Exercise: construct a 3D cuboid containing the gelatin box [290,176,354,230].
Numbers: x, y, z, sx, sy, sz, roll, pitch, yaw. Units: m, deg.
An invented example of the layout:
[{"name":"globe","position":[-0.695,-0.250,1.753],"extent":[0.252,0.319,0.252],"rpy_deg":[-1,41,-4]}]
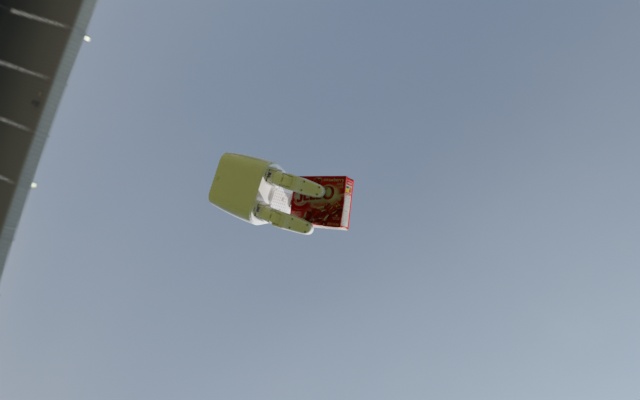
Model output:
[{"name":"gelatin box","position":[0.001,0.002,0.685],"extent":[0.089,0.073,0.030],"rpy_deg":[3,-9,31]}]
